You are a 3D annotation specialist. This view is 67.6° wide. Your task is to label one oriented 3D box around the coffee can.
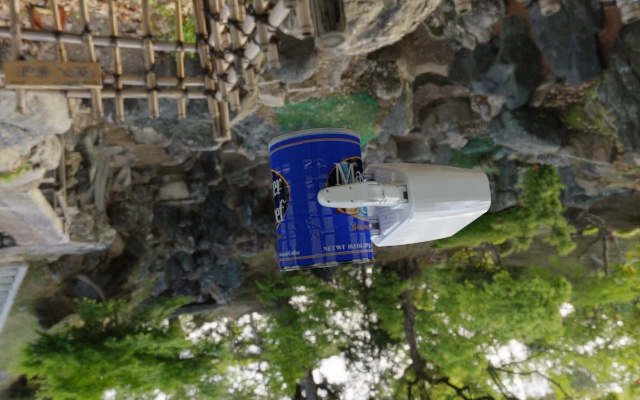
[{"bbox_3d":[0.000,0.002,0.522,0.103,0.140,0.103,-6,-7,-1],"label":"coffee can"}]
